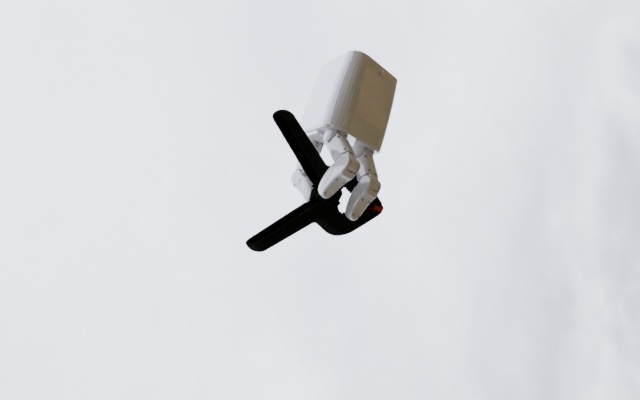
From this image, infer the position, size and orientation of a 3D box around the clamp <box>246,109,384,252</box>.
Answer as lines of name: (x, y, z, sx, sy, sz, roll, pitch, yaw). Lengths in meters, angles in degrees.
clamp: (0.000, 0.002, 0.601, 0.210, 0.164, 0.036, 24, -10, -42)
